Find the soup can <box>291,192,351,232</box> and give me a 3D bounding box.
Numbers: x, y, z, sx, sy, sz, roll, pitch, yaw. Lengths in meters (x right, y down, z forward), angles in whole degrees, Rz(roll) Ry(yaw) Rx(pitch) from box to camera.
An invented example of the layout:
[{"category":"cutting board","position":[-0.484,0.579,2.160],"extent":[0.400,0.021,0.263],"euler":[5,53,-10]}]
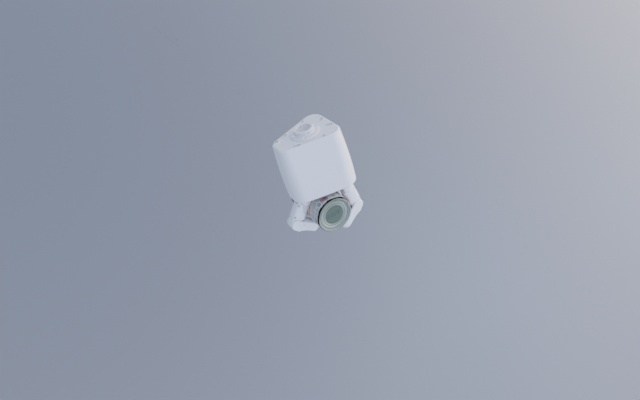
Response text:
[{"category":"soup can","position":[0.000,0.003,0.852],"extent":[0.068,0.068,0.102],"euler":[0,26,-34]}]
